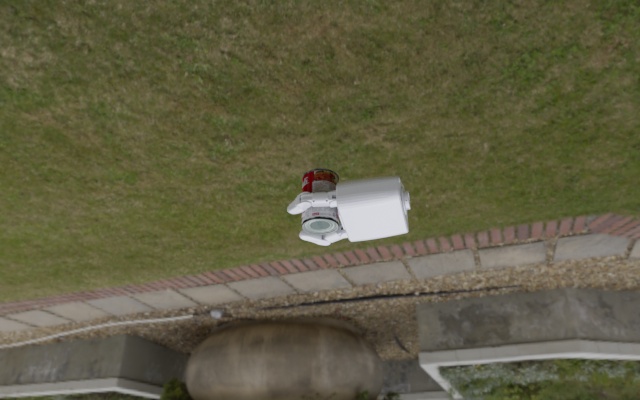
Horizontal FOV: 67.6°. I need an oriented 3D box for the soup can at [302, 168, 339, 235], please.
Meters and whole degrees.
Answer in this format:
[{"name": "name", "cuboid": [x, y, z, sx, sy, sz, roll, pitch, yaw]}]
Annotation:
[{"name": "soup can", "cuboid": [0.000, 0.003, 0.861, 0.068, 0.102, 0.068, 0, -29, 0]}]
